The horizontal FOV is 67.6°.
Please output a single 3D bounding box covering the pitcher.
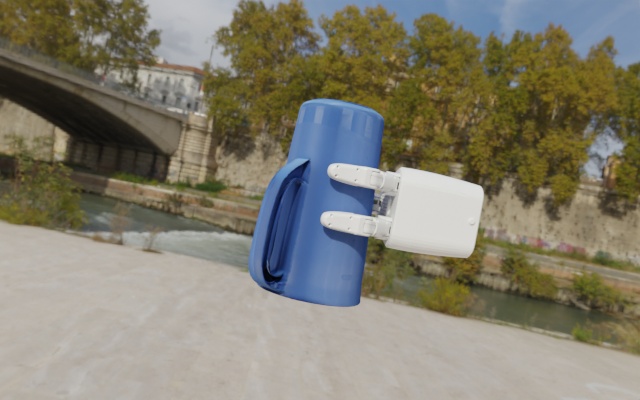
[{"bbox_3d":[0.000,0.002,0.593,0.145,0.243,0.149,11,0,-5],"label":"pitcher"}]
